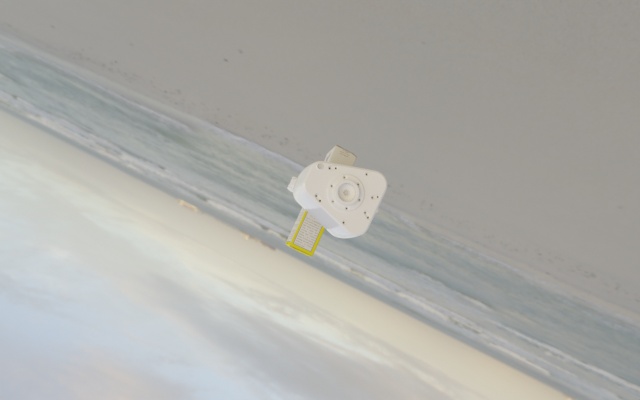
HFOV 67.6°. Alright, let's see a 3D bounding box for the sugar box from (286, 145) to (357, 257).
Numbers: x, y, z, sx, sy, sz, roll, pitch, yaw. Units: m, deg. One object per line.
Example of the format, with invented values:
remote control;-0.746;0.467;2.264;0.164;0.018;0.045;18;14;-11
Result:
sugar box;0.001;0.003;0.783;0.048;0.176;0.093;28;-7;-6
